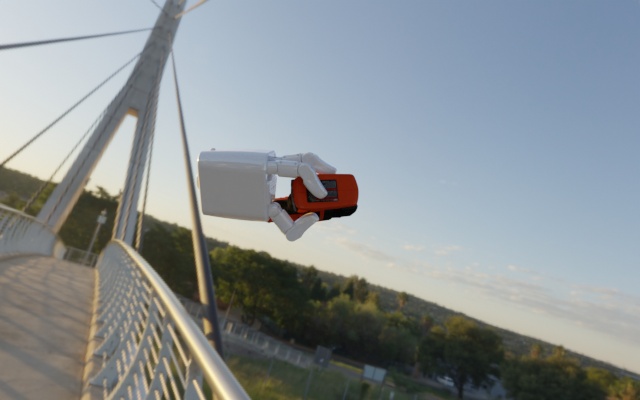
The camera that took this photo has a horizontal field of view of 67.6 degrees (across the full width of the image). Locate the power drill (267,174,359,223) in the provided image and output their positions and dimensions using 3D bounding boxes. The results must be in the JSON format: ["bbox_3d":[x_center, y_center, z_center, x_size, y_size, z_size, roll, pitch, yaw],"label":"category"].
[{"bbox_3d":[0.000,0.003,0.825,0.184,0.057,0.188,-5,-11,-17],"label":"power drill"}]
